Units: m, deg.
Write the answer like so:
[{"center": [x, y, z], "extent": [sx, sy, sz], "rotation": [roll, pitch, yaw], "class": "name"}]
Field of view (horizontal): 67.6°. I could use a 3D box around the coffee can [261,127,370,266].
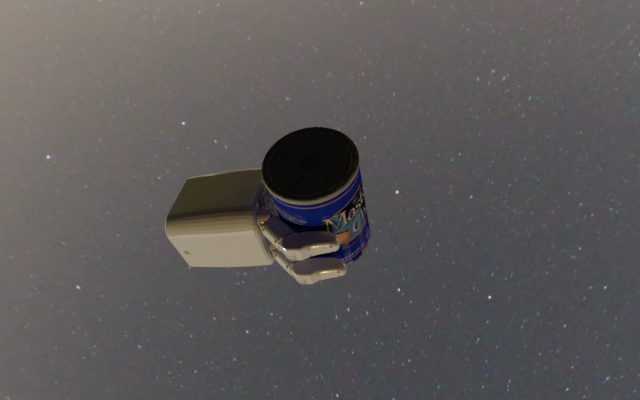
[{"center": [0.000, 0.002, 0.545], "extent": [0.103, 0.102, 0.140], "rotation": [0, -37, 12], "class": "coffee can"}]
